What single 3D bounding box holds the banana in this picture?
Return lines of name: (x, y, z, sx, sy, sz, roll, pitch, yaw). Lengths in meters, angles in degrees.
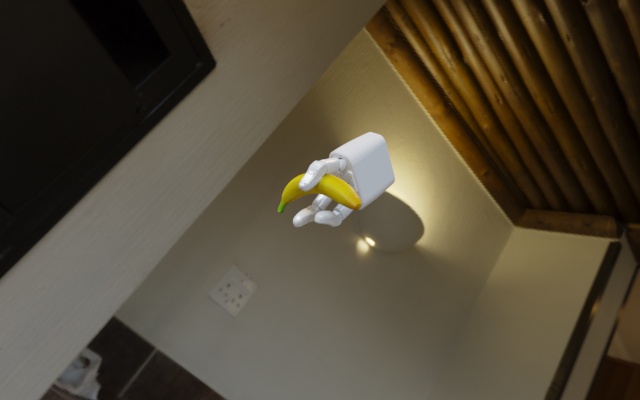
banana: (-0.004, -0.016, 0.833, 0.037, 0.069, 0.198, -9, 4, -44)
